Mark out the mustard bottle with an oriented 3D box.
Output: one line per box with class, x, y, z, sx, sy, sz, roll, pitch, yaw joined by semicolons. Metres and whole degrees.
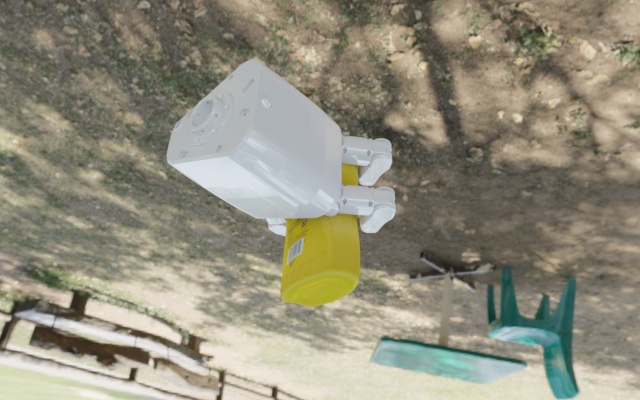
mustard bottle;0.000;0.002;0.478;0.058;0.191;0.096;16;-34;-23
